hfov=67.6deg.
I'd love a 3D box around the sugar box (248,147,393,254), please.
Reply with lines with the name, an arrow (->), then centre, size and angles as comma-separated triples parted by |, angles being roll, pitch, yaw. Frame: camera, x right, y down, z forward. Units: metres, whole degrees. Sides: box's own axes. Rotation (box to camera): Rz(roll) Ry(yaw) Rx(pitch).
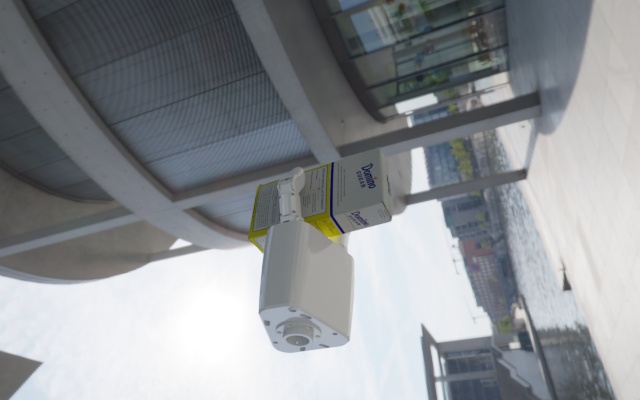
sugar box -> 0.000, 0.002, 0.595 | 0.176, 0.093, 0.048 | -14, -44, 19
